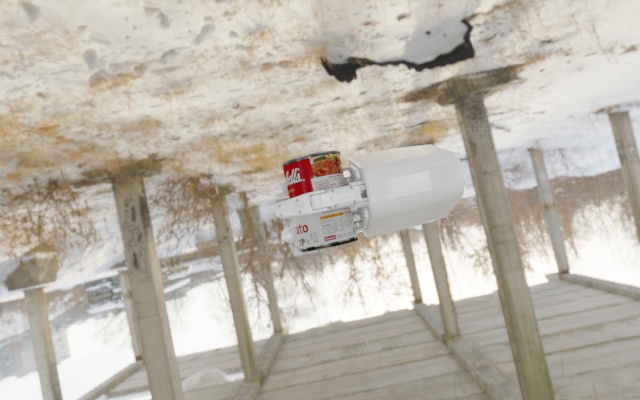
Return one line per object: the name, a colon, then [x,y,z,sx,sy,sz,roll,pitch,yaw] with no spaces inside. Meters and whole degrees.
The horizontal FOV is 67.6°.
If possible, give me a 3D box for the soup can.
soup can: [0.000,0.002,0.539,0.068,0.102,0.068,-12,-3,-1]
